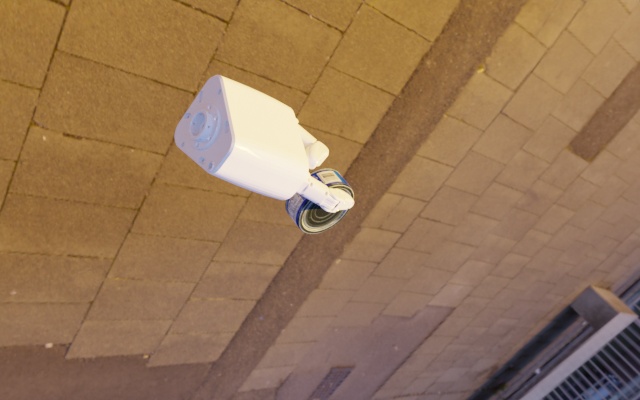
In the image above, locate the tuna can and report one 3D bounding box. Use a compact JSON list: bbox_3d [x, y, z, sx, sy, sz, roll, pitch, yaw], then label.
[{"bbox_3d":[0.000,0.002,0.615,0.086,0.086,0.033,0,40,-42],"label":"tuna can"}]
